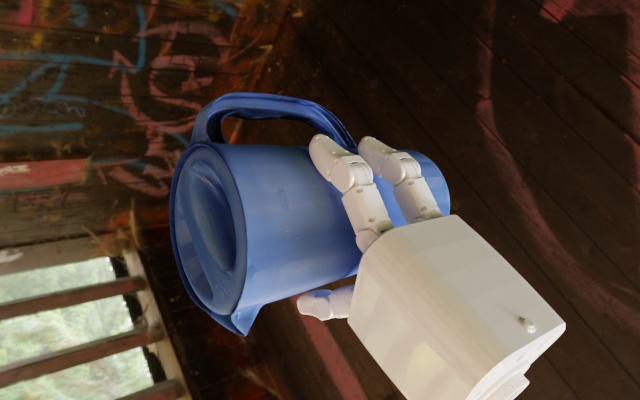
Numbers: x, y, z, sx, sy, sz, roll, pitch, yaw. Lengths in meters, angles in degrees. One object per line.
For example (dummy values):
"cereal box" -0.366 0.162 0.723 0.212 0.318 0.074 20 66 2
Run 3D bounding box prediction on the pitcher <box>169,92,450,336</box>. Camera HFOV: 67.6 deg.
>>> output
"pitcher" 0.000 0.002 0.426 0.243 0.149 0.145 -8 42 -38
